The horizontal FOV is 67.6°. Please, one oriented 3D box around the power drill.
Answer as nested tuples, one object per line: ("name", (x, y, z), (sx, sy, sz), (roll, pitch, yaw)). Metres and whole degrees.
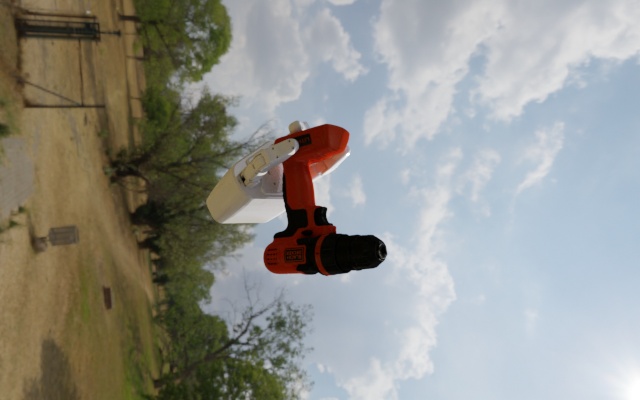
("power drill", (0.000, 0.002, 0.611), (0.184, 0.187, 0.057), (-9, -14, 37))
